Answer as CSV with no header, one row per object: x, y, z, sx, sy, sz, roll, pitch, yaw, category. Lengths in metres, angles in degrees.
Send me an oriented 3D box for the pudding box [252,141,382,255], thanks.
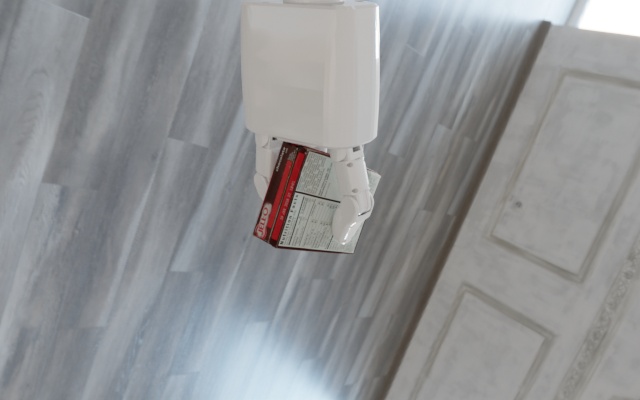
0.000,0.001,0.444,0.113,0.090,0.039,13,9,-46,pudding box
